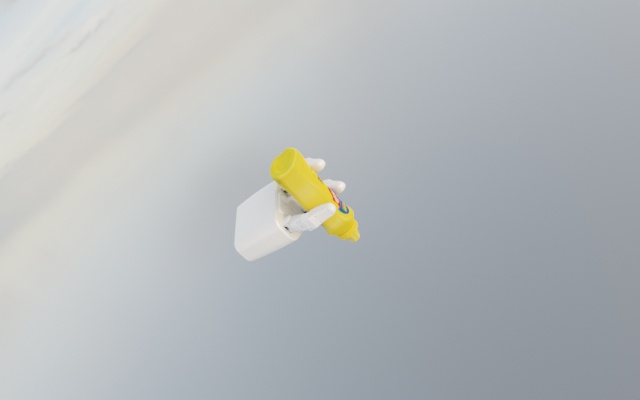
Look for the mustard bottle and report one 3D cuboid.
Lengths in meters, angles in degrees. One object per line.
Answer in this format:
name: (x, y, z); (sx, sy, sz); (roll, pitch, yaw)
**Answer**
mustard bottle: (0.000, 0.002, 0.783); (0.058, 0.192, 0.096); (-41, 24, 6)
